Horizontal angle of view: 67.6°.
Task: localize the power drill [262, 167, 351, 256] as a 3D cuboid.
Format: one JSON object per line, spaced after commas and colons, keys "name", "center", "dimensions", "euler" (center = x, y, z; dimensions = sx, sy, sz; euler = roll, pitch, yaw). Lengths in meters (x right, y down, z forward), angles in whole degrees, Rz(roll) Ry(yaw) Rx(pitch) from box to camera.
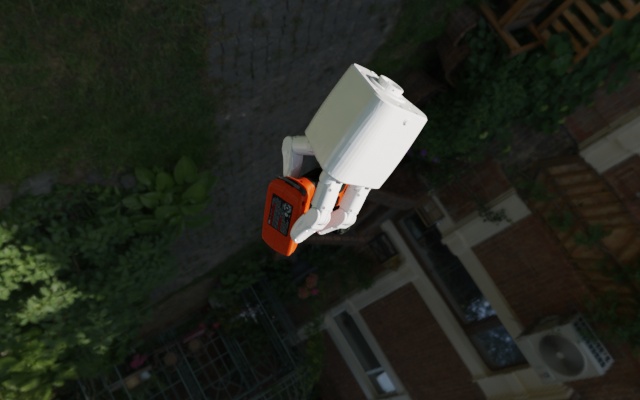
{"name": "power drill", "center": [0.000, 0.002, 0.678], "dimensions": [0.057, 0.185, 0.187], "euler": [29, 39, 25]}
